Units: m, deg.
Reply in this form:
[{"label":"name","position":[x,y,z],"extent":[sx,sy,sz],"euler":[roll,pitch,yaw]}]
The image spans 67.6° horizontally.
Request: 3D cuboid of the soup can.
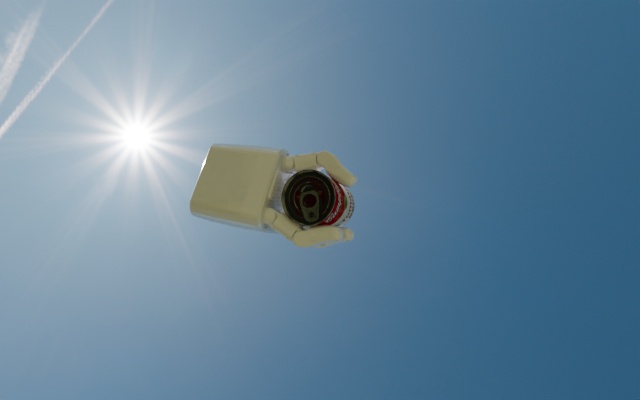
[{"label":"soup can","position":[0.001,0.002,0.612],"extent":[0.068,0.068,0.102],"euler":[0,-6,18]}]
